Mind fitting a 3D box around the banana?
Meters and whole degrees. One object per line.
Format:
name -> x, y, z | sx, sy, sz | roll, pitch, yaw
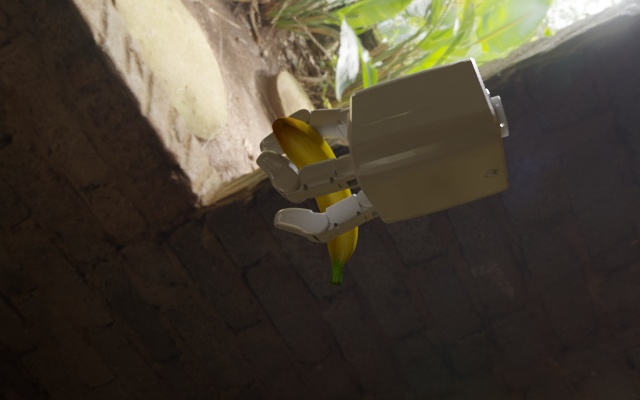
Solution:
banana -> 0.004, -0.007, 0.466 | 0.037, 0.198, 0.069 | -8, 36, 19
